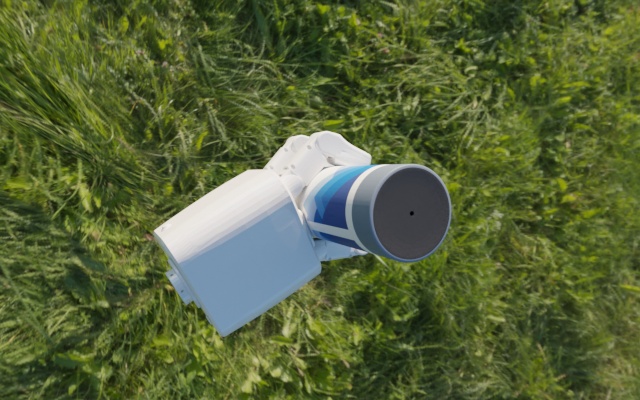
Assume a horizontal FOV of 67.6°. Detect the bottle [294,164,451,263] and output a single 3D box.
[{"bbox_3d":[0.000,0.001,0.452,0.069,0.069,0.295,0,3,-25],"label":"bottle"}]
